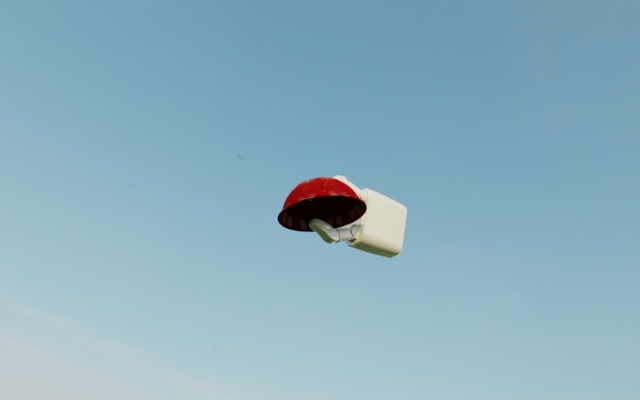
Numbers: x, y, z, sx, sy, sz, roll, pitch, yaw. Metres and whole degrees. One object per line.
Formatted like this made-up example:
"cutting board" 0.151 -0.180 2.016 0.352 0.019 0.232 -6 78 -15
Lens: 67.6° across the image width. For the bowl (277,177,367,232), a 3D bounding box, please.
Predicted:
"bowl" -0.001 0.002 0.861 0.162 0.055 0.162 -7 -24 -3
